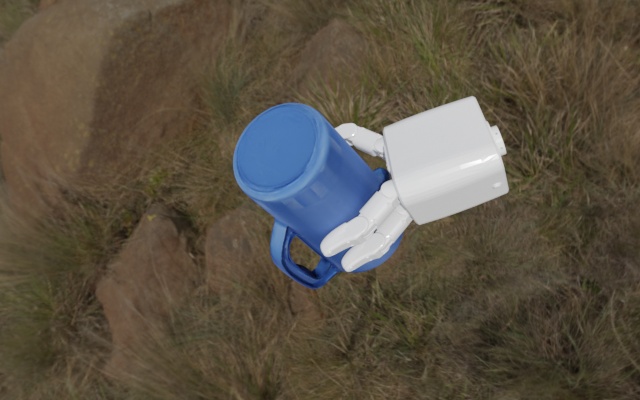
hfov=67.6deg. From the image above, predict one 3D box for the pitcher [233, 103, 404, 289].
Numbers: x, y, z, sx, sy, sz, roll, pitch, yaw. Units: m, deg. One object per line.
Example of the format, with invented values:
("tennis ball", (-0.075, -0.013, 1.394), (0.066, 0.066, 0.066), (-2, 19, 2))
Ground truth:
("pitcher", (0.000, 0.002, 0.559), (0.145, 0.149, 0.243), (-18, -28, 18))
